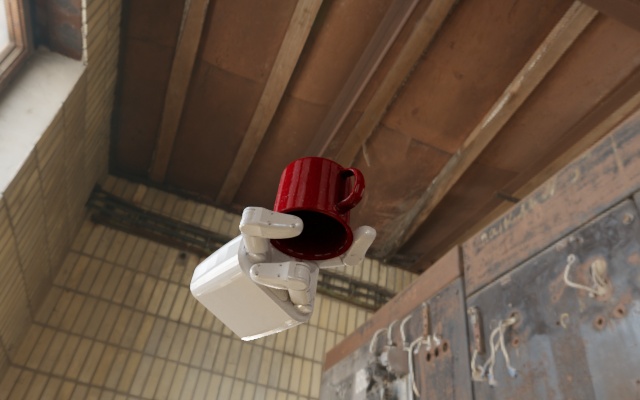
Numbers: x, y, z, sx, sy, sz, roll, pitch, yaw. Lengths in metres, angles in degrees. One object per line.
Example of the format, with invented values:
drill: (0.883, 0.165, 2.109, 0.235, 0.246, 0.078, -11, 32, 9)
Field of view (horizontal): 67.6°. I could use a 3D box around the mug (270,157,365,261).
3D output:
mug: (0.001, 0.001, 0.515, 0.093, 0.081, 0.117, 35, -47, -28)
